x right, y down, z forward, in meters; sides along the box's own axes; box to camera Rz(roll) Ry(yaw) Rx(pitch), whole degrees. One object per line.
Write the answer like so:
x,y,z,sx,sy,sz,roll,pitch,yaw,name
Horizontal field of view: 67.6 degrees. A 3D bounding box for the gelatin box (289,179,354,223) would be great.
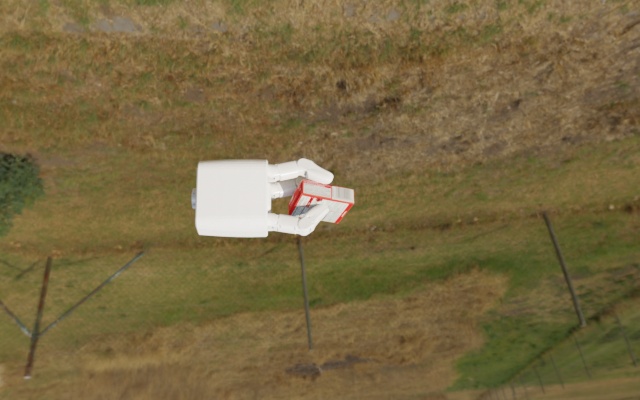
0.000,0.003,0.763,0.089,0.030,0.073,10,-31,-15,gelatin box
